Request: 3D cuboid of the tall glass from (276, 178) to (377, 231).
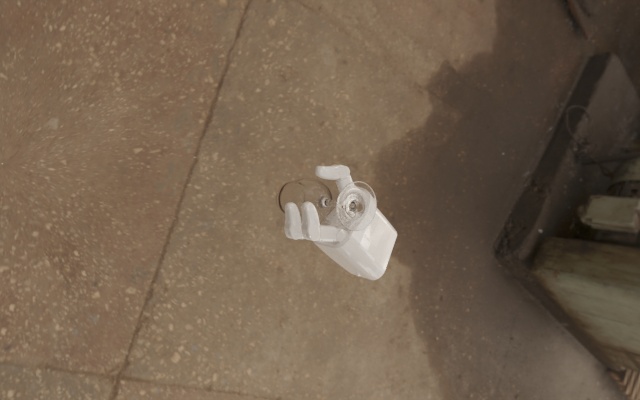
[{"bbox_3d":[0.000,0.002,0.788,0.079,0.079,0.201,0,4,-34],"label":"tall glass"}]
